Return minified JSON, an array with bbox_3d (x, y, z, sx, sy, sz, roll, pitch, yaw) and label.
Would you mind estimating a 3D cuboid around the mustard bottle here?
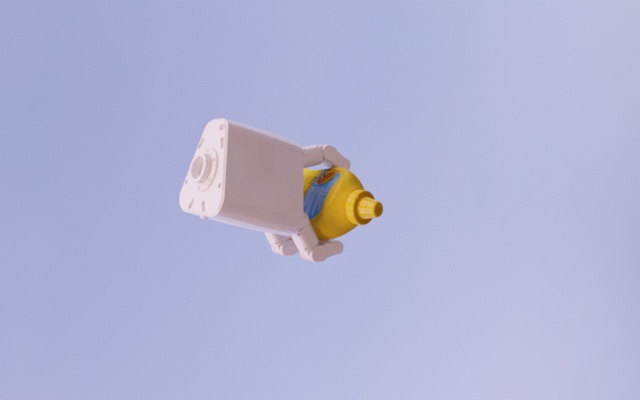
[{"bbox_3d":[0.000,0.002,0.603,0.191,0.096,0.058,7,-32,47],"label":"mustard bottle"}]
